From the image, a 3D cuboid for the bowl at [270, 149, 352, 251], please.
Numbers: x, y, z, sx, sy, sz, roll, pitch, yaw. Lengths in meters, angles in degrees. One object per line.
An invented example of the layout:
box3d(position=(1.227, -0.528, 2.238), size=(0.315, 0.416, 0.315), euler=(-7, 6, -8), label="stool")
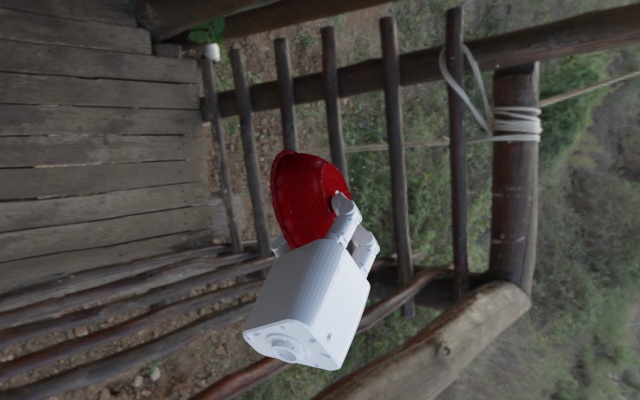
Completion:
box3d(position=(0.001, 0.001, 0.632), size=(0.055, 0.162, 0.162), euler=(-17, -7, 24), label="bowl")
